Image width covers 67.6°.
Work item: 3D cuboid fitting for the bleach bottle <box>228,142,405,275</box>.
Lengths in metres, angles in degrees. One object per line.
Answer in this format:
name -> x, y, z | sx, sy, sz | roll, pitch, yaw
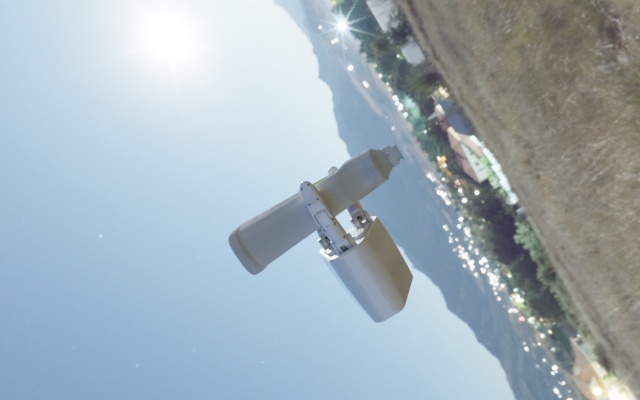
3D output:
bleach bottle -> 0.000, 0.002, 0.648 | 0.251, 0.068, 0.102 | -33, 6, 10
